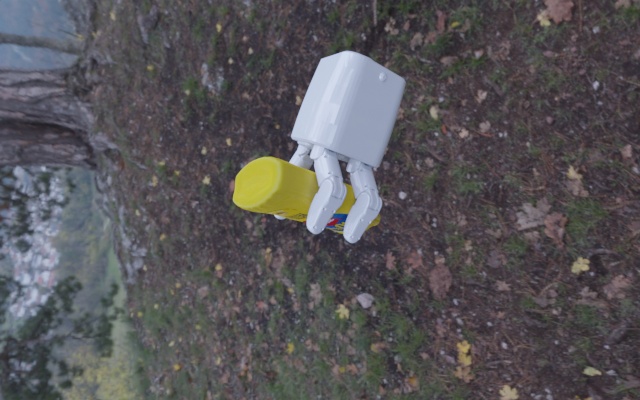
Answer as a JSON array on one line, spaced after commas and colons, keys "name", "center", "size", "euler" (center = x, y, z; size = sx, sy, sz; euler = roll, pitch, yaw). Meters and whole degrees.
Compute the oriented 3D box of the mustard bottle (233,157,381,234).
[{"name": "mustard bottle", "center": [0.000, 0.002, 0.570], "size": [0.192, 0.058, 0.096], "euler": [17, -20, -37]}]
